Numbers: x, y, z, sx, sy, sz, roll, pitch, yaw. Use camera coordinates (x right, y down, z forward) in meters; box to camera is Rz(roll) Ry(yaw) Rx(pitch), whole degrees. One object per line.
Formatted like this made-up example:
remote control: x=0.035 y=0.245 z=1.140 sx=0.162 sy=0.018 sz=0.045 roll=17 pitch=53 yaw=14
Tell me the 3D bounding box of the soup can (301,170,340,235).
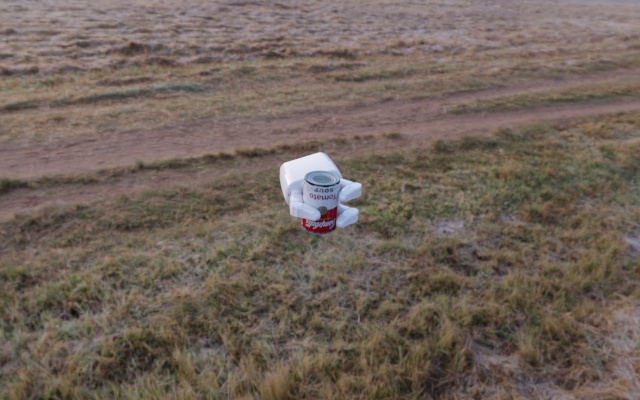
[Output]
soup can: x=0.000 y=0.003 z=0.892 sx=0.068 sy=0.102 sz=0.068 roll=4 pitch=27 yaw=-2
